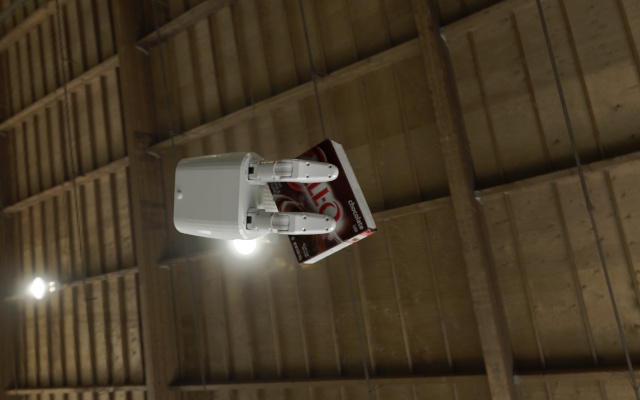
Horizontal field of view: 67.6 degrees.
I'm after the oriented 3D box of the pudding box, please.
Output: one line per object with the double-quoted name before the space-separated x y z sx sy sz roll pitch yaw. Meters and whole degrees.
"pudding box" 0.000 0.002 0.526 0.090 0.113 0.039 -29 -15 23
